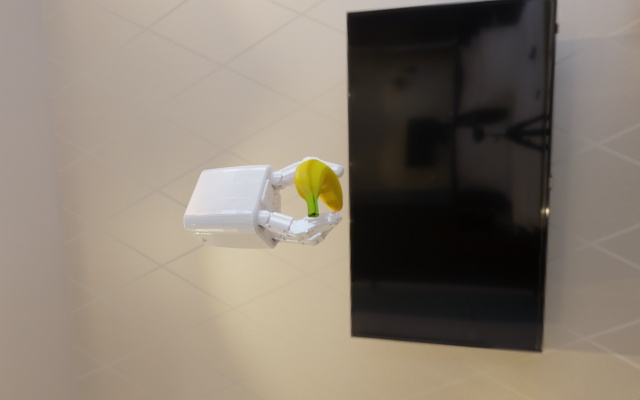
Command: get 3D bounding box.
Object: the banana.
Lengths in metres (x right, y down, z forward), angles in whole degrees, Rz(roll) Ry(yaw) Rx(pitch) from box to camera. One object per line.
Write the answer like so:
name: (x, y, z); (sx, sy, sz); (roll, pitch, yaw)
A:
banana: (-0.002, -0.017, 0.600); (0.037, 0.069, 0.198); (-4, 1, 12)
